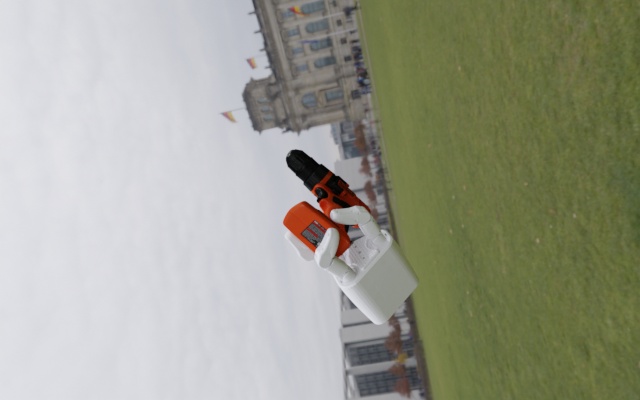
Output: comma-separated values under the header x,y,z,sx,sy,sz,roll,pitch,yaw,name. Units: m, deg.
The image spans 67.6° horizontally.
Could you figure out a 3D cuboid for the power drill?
x,y,z,sx,sy,sz,roll,pitch,yaw,name
0.000,0.003,0.784,0.184,0.057,0.187,40,27,-7,power drill
